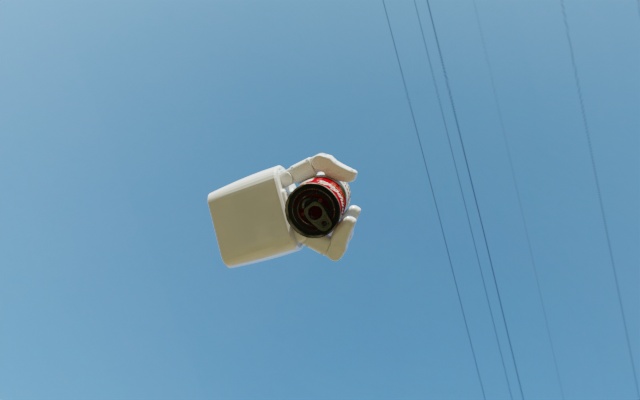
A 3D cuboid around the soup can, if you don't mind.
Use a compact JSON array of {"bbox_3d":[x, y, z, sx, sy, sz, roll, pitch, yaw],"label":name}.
[{"bbox_3d":[0.001,0.002,0.614,0.068,0.068,0.102,0,12,11],"label":"soup can"}]
